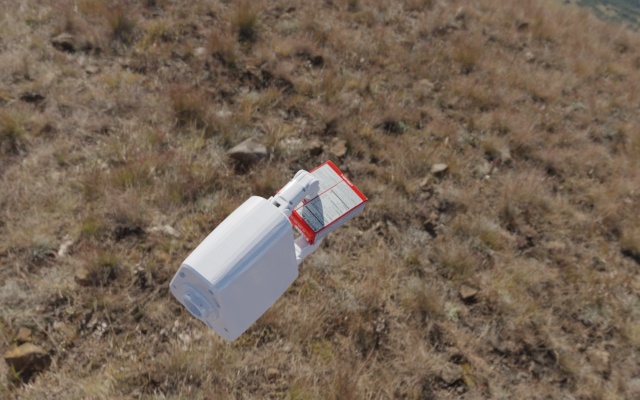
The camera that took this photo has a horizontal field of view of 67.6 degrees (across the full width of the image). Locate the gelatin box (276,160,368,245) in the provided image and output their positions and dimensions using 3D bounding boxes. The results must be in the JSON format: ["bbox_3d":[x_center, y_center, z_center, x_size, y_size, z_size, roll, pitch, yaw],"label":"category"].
[{"bbox_3d":[0.000,0.001,0.580,0.089,0.073,0.030,-33,-23,-26],"label":"gelatin box"}]
